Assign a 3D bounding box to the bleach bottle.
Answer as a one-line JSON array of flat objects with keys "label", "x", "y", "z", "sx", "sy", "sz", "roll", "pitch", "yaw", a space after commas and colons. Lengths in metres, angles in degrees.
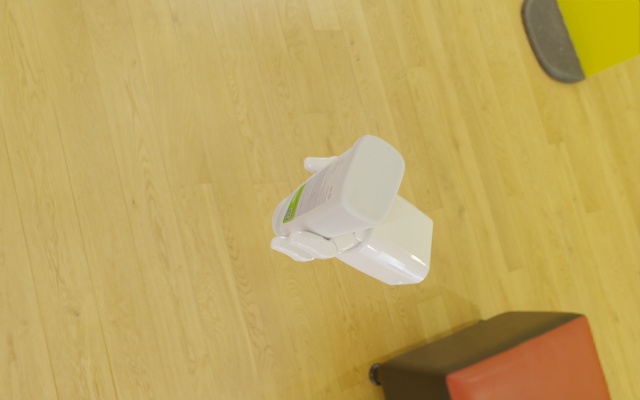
[{"label": "bleach bottle", "x": 0.000, "y": 0.002, "z": 0.618, "sx": 0.068, "sy": 0.102, "sz": 0.251, "roll": 32, "pitch": -24, "yaw": -19}]
